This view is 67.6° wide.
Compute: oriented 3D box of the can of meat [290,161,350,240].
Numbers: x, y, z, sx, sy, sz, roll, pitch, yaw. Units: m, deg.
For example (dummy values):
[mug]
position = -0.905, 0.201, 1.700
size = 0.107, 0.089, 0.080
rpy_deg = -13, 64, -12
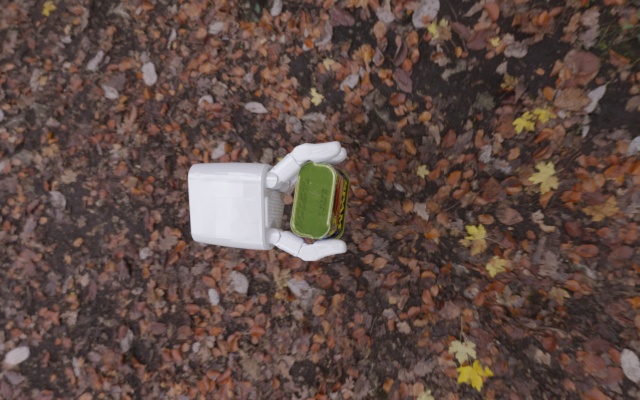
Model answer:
[can of meat]
position = 0.000, 0.002, 0.631
size = 0.057, 0.102, 0.084
rpy_deg = 7, -2, 13
